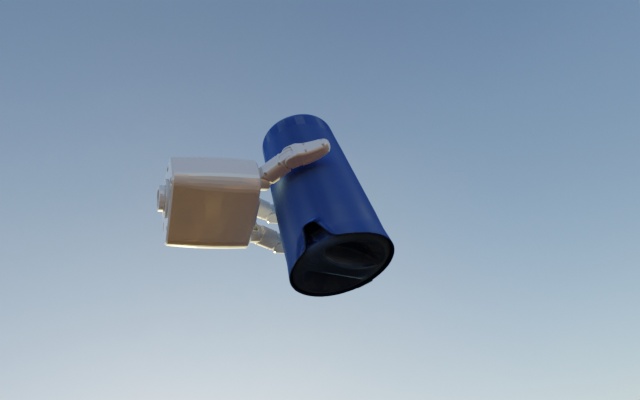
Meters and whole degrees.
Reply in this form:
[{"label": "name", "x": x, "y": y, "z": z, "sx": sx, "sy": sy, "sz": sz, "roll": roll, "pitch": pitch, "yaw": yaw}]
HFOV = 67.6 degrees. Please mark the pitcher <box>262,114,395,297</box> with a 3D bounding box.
[{"label": "pitcher", "x": 0.000, "y": 0.002, "z": 0.653, "sx": 0.145, "sy": 0.242, "sz": 0.149, "roll": 0, "pitch": -43, "yaw": -23}]
